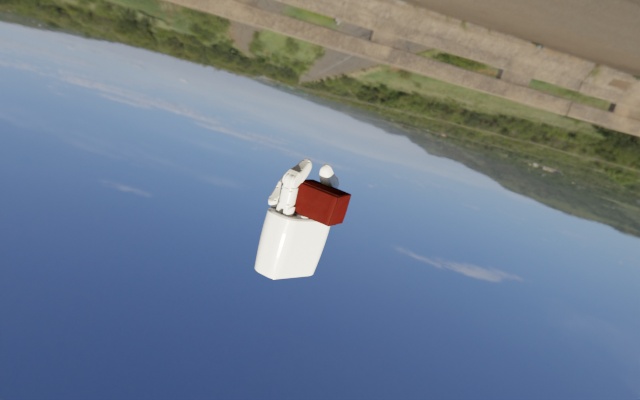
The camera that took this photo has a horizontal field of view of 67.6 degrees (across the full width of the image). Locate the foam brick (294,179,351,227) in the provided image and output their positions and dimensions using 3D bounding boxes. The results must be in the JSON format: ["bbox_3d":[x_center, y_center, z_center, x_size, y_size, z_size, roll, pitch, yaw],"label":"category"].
[{"bbox_3d":[0.000,0.003,0.760,0.078,0.051,0.053,22,13,25],"label":"foam brick"}]
